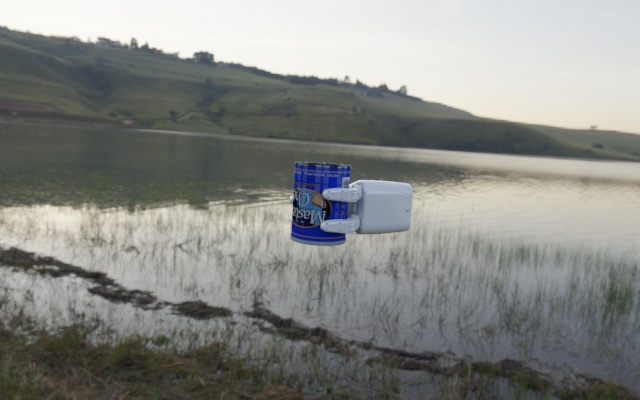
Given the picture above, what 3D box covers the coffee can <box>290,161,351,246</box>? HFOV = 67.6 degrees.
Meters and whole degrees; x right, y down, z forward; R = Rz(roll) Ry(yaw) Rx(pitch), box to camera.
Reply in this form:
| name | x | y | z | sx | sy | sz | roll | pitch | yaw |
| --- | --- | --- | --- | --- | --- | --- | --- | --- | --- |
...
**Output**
| name | x | y | z | sx | sy | sz | roll | pitch | yaw |
| --- | --- | --- | --- | --- | --- | --- | --- | --- | --- |
| coffee can | 0.000 | 0.003 | 0.865 | 0.103 | 0.140 | 0.103 | 4 | 7 | 0 |
